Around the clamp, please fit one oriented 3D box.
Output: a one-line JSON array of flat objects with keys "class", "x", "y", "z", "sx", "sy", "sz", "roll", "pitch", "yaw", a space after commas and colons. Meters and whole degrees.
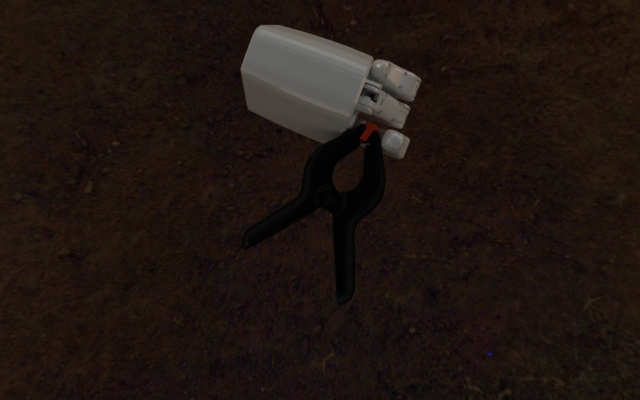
[{"class": "clamp", "x": 0.000, "y": 0.001, "z": 0.457, "sx": 0.120, "sy": 0.171, "sz": 0.039, "roll": 20, "pitch": 1, "yaw": 2}]
